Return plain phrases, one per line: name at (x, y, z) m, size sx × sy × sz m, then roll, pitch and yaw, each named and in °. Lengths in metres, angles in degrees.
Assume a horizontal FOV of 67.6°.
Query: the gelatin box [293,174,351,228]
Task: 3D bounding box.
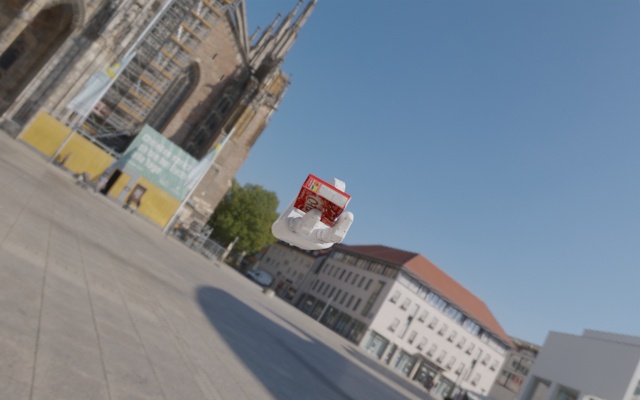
gelatin box at (0.000, 0.002, 0.752) m, size 0.073 × 0.030 × 0.089 m, roll 30°, pitch -25°, yaw -1°
